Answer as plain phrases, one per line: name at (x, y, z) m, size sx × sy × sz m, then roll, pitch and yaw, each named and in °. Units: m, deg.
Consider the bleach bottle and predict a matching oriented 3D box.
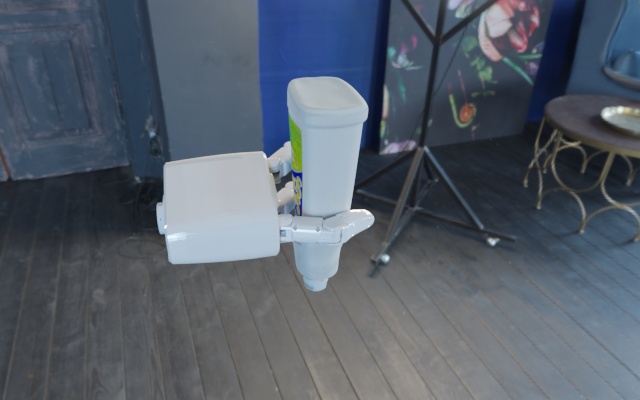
bleach bottle at (0.000, 0.002, 0.521) m, size 0.068 × 0.251 × 0.102 m, roll -6°, pitch 33°, yaw -13°
